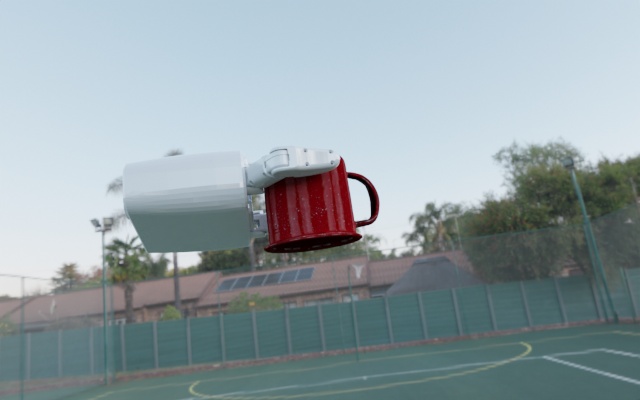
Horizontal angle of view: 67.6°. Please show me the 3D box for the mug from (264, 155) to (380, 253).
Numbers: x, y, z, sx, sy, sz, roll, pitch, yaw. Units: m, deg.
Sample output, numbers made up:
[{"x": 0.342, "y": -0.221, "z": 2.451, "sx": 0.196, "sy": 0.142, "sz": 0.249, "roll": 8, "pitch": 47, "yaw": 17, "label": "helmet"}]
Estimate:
[{"x": 0.001, "y": 0.001, "z": 0.458, "sx": 0.117, "sy": 0.081, "sz": 0.093, "roll": -5, "pitch": -13, "yaw": -10, "label": "mug"}]
